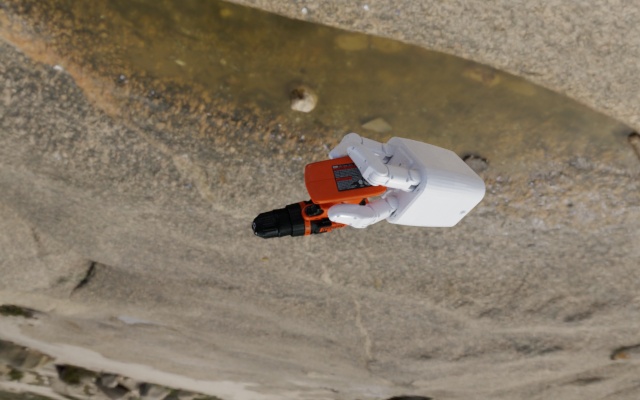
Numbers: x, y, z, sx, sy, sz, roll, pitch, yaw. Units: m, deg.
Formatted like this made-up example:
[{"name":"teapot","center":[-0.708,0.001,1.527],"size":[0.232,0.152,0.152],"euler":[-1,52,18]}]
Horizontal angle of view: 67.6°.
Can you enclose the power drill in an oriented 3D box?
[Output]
[{"name":"power drill","center":[0.000,0.002,0.663],"size":[0.184,0.057,0.188],"euler":[-12,-15,-16]}]
